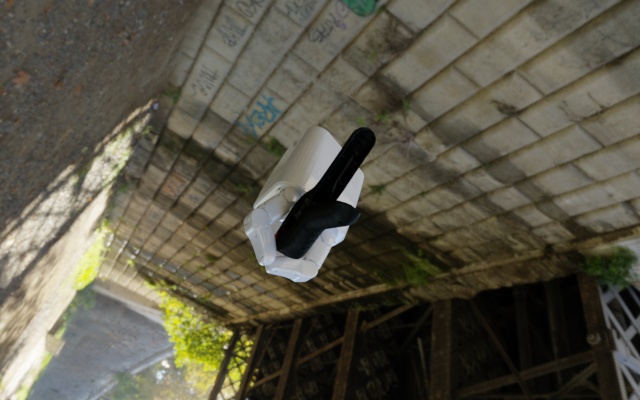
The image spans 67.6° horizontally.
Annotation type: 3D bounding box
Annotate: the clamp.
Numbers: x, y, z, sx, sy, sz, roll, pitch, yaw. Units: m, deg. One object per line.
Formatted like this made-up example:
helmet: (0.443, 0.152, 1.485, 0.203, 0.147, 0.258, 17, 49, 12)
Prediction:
clamp: (0.000, 0.002, 0.487, 0.039, 0.120, 0.171, 37, -38, -13)
